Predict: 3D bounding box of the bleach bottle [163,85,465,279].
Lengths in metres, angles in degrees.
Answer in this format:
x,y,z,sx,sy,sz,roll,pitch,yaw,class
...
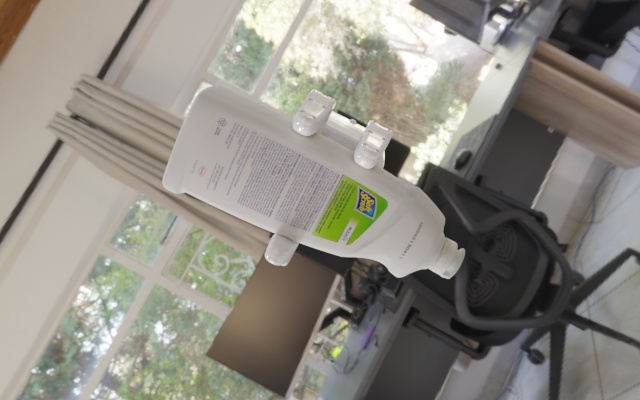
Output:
x,y,z,sx,sy,sz,roll,pitch,yaw,class
0.000,0.001,0.408,0.251,0.102,0.068,28,20,1,bleach bottle
